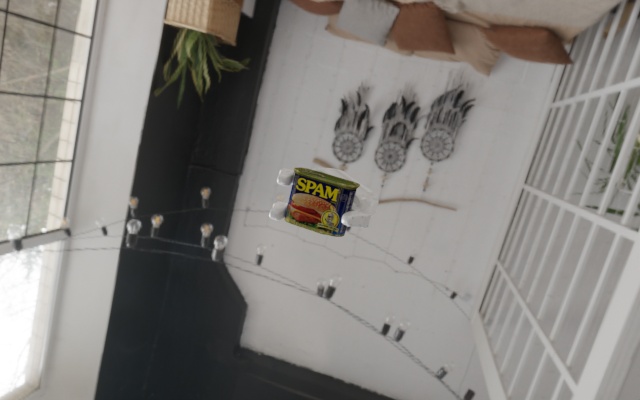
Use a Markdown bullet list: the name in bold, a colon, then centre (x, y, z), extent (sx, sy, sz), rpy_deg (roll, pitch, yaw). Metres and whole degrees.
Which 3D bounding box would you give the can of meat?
- **can of meat**: centre (0.000, 0.003, 0.737), extent (0.102, 0.084, 0.057), rpy_deg (18, 11, 19)
